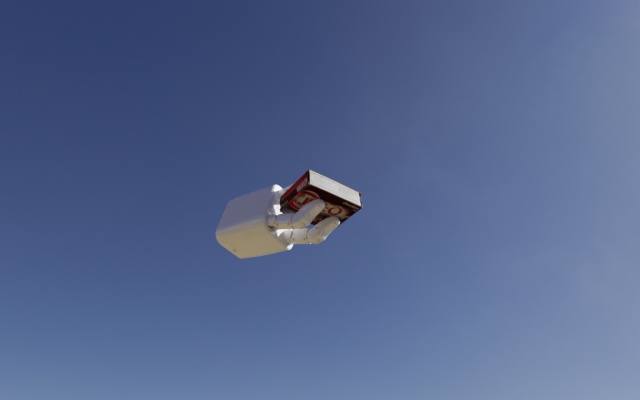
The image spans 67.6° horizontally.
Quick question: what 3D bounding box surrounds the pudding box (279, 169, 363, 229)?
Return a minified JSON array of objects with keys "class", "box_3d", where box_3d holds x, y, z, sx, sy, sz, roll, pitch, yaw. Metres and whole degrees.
[{"class":"pudding box","box_3d":[0.000,0.003,0.812,0.113,0.039,0.090,21,-42,-29]}]
